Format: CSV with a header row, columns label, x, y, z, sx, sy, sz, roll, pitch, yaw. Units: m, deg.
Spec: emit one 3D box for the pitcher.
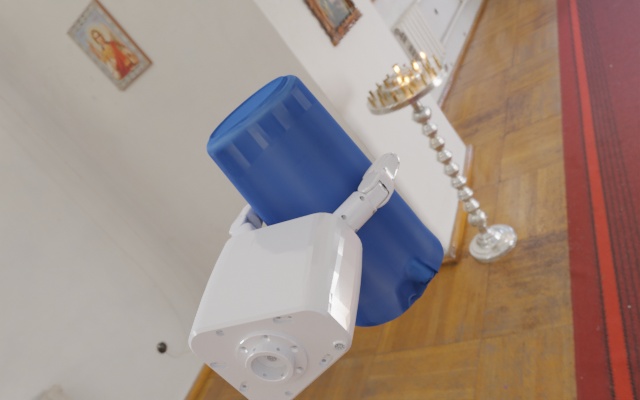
label,x,y,z,sx,sy,sz,roll,pitch,yaw
pitcher,0.000,0.002,0.485,0.149,0.243,0.145,-30,24,24
